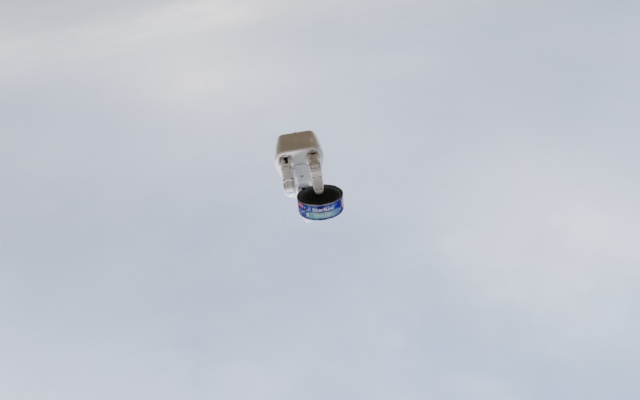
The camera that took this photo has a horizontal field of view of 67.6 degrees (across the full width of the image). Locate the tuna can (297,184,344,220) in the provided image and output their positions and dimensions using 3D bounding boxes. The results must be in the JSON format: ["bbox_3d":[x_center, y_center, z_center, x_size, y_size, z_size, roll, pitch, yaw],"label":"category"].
[{"bbox_3d":[0.000,0.003,0.884,0.086,0.034,0.086,-5,27,2],"label":"tuna can"}]
